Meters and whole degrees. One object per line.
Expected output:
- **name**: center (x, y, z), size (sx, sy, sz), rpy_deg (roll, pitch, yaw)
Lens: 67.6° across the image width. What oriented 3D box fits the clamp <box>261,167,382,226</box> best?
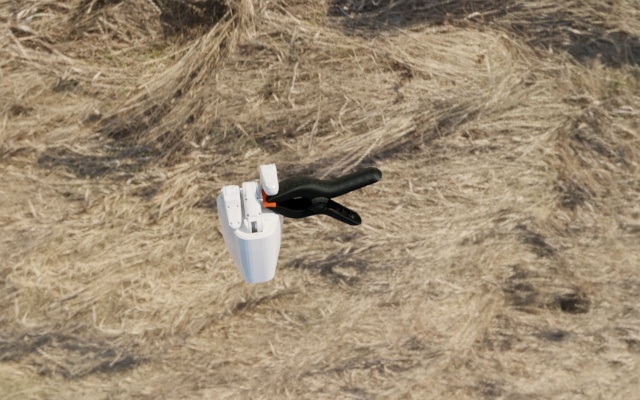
- **clamp**: center (0.000, 0.003, 0.703), size (0.171, 0.120, 0.039), rpy_deg (-4, 45, -8)
